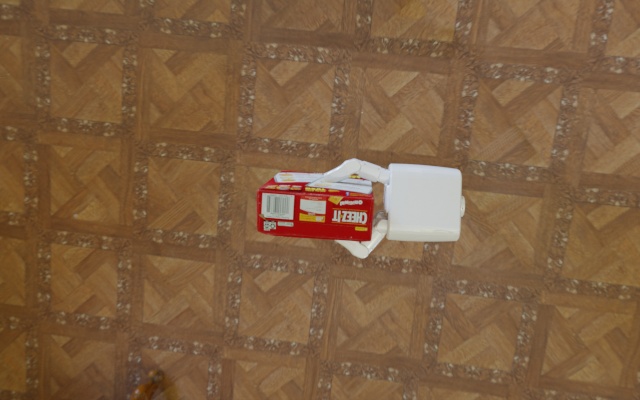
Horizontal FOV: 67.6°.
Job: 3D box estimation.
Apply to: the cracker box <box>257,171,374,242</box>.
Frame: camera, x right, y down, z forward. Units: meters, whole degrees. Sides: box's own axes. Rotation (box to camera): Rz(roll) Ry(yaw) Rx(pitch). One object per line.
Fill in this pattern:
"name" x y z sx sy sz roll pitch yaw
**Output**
"cracker box" 0.000 0.002 0.758 0.164 0.072 0.213 4 11 4
